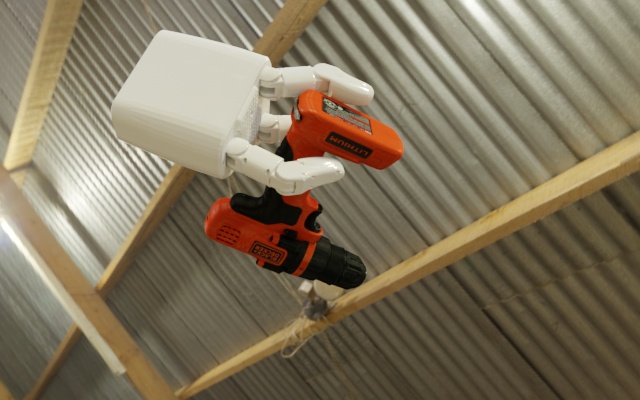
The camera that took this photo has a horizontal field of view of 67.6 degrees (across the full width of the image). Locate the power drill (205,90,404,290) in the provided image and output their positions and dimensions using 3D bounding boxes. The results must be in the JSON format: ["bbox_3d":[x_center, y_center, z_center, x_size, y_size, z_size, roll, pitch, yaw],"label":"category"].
[{"bbox_3d":[0.000,0.001,0.472,0.184,0.188,0.057,23,30,-18],"label":"power drill"}]
